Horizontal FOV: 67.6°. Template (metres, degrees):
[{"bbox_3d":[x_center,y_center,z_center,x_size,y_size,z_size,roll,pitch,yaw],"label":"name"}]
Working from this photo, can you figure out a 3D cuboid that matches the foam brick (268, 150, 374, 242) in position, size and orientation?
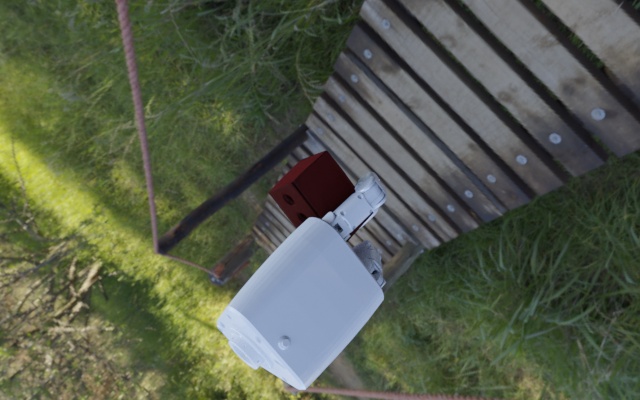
[{"bbox_3d":[0.000,0.001,0.450,0.051,0.078,0.053,-44,14,-26],"label":"foam brick"}]
